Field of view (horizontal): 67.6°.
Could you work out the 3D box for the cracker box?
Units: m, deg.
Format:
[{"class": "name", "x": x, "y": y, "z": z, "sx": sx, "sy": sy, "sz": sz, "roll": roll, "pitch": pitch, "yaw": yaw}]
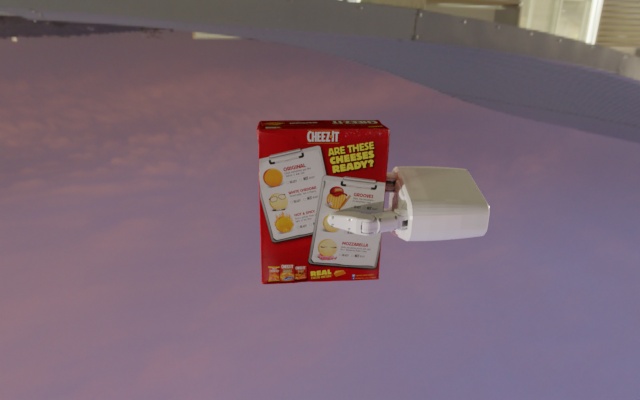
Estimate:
[{"class": "cracker box", "x": 0.000, "y": 0.002, "z": 0.641, "sx": 0.164, "sy": 0.214, "sz": 0.072, "roll": -1, "pitch": 20, "yaw": -7}]
